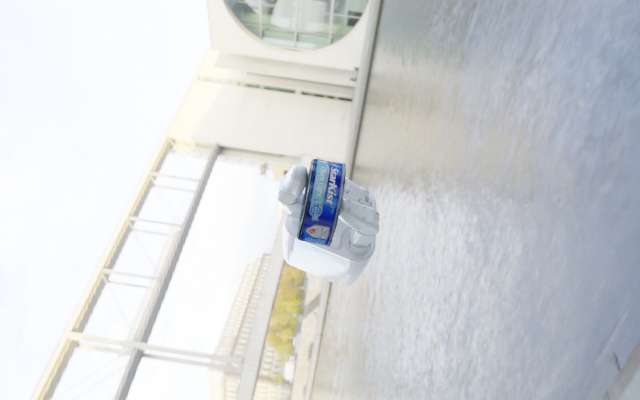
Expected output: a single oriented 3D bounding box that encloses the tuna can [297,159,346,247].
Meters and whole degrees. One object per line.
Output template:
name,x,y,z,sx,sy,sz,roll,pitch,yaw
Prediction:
tuna can,0.000,0.001,0.481,0.034,0.086,0.086,11,-1,-4
